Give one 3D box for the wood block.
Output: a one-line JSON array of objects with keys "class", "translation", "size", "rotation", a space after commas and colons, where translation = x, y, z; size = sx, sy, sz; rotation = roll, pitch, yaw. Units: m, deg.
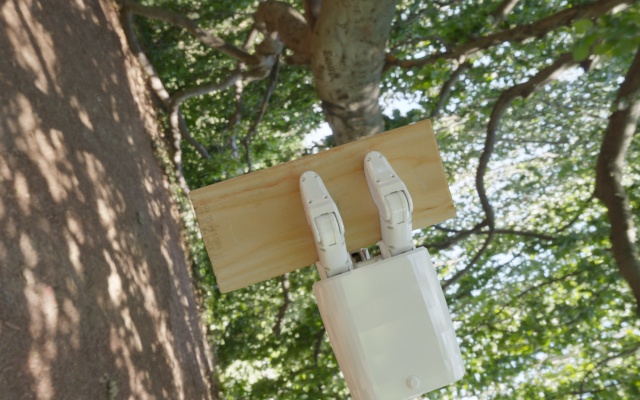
[{"class": "wood block", "translation": [0.000, 0.002, 0.432], "size": [0.206, 0.090, 0.091], "rotation": [-17, 4, -6]}]
